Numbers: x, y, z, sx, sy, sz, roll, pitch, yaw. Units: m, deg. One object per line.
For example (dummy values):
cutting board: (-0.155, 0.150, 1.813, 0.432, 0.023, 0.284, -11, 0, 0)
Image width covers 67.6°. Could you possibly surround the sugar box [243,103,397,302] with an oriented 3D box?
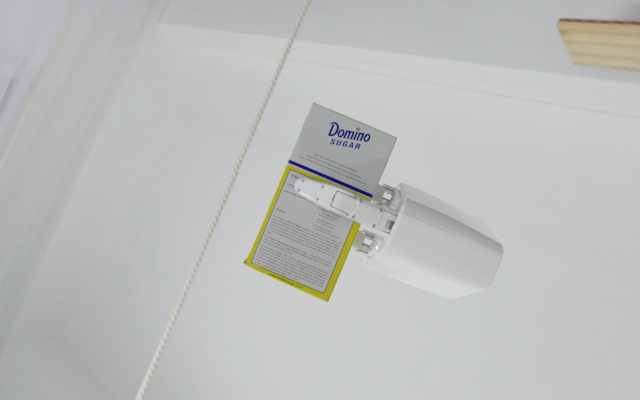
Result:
sugar box: (0.000, 0.002, 0.484, 0.093, 0.176, 0.048, 24, -2, 1)
